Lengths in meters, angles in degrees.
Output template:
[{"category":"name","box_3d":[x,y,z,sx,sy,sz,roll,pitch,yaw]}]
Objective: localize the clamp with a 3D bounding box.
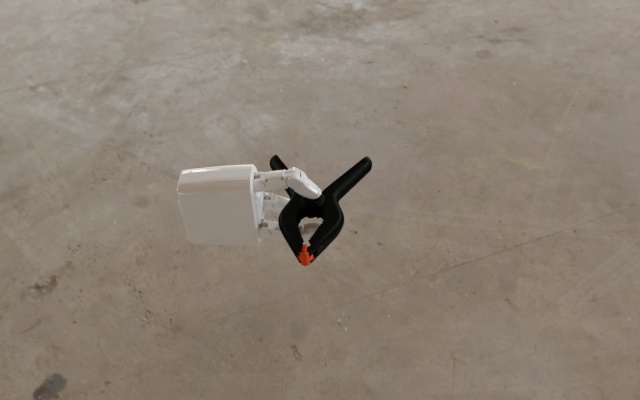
[{"category":"clamp","box_3d":[0.000,0.002,0.707,0.164,0.209,0.036,-4,-43,4]}]
